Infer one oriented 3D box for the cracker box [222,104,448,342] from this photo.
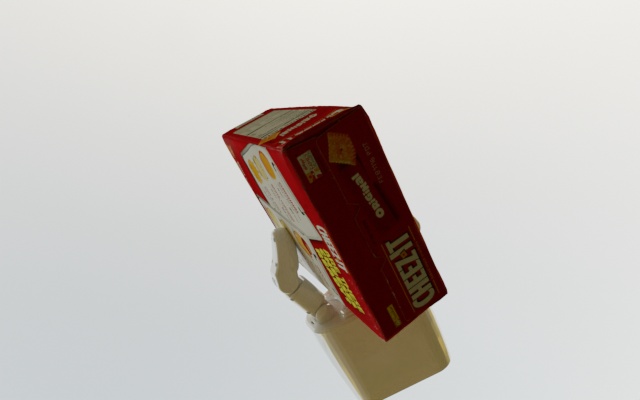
[{"bbox_3d":[0.000,0.001,0.421,0.072,0.164,0.213,-33,20,-13],"label":"cracker box"}]
